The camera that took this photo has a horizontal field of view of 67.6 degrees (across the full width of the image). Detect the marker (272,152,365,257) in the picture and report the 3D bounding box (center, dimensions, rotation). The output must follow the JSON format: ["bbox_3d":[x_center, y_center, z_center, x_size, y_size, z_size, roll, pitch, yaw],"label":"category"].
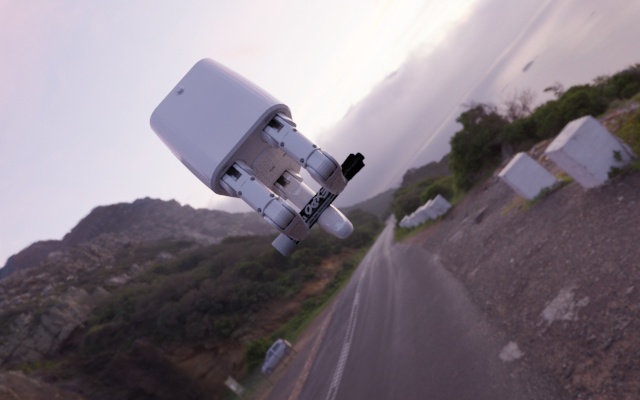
[{"bbox_3d":[0.000,0.002,0.454,0.020,0.121,0.020,40,-5,4],"label":"marker"}]
